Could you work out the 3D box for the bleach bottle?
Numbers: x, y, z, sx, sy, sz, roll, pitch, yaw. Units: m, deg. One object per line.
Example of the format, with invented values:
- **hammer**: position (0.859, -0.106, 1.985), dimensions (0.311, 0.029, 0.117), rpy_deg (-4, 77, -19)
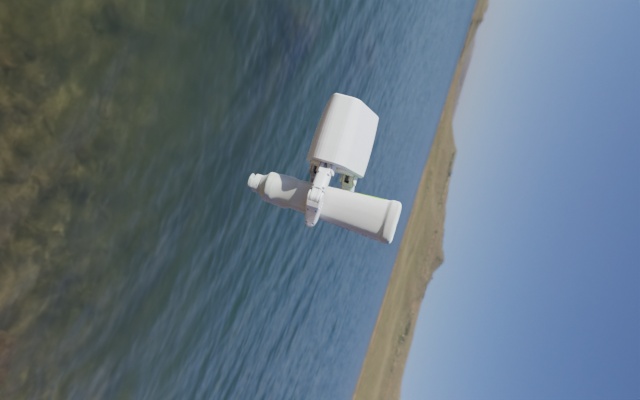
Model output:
- **bleach bottle**: position (0.000, 0.003, 0.767), dimensions (0.251, 0.068, 0.102), rpy_deg (17, -3, 11)
